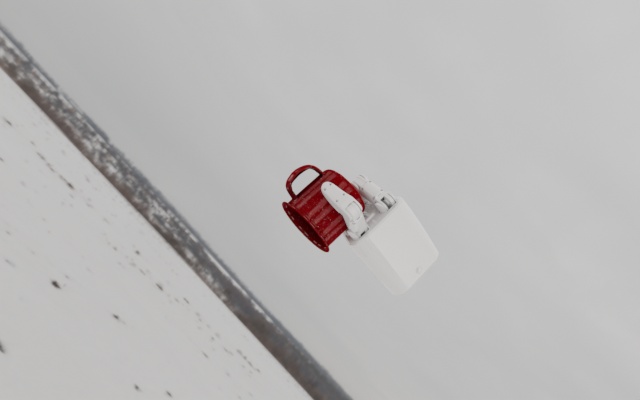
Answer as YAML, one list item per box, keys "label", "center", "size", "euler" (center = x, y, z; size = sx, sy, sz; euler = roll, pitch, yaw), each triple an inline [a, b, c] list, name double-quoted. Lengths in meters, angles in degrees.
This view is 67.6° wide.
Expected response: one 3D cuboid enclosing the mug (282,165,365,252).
- label: "mug"
  center: [-0.001, 0.001, 0.659]
  size: [0.081, 0.117, 0.093]
  euler: [-43, 19, -14]
